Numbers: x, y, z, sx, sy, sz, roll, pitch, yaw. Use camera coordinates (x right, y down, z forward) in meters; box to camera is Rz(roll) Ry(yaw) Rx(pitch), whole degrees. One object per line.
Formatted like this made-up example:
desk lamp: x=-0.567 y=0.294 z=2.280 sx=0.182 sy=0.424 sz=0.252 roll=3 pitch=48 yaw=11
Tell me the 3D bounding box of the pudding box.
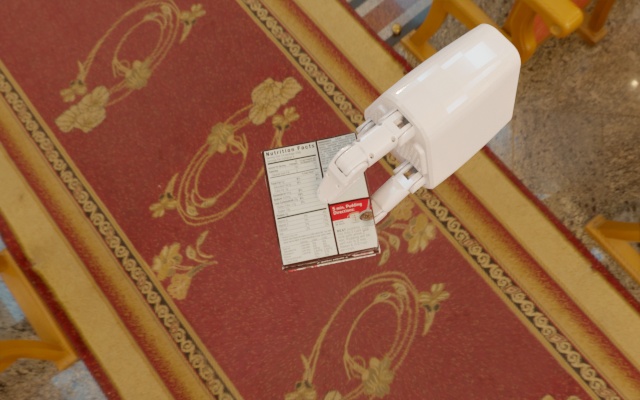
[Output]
pudding box: x=0.000 y=0.001 z=0.433 sx=0.090 sy=0.113 sz=0.039 roll=-11 pitch=-14 yaw=2
